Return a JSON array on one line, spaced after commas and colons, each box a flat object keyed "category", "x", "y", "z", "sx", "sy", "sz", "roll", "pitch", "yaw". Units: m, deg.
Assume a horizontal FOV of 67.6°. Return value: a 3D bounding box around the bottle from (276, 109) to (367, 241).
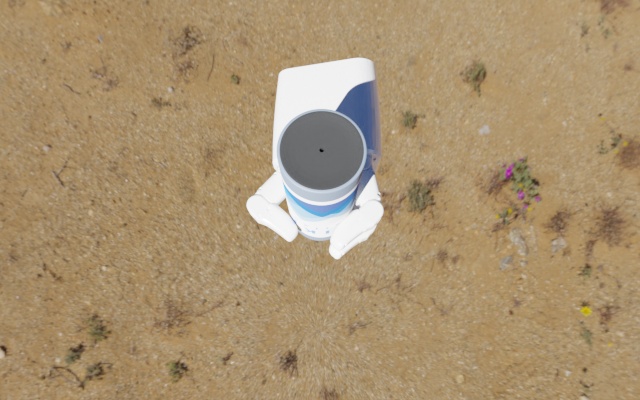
[{"category": "bottle", "x": 0.000, "y": 0.002, "z": 0.490, "sx": 0.069, "sy": 0.069, "sz": 0.296, "roll": 0, "pitch": -15, "yaw": 0}]
